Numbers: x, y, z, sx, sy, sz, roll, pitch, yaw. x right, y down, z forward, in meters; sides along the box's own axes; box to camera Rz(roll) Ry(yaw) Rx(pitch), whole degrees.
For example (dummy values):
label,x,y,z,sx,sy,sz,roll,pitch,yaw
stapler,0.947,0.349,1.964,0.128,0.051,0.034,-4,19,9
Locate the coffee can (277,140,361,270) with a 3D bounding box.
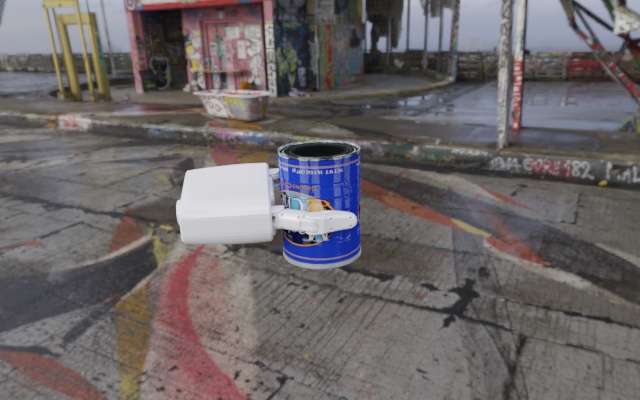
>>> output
label,x,y,z,sx,sy,sz,roll,pitch,yaw
coffee can,0.000,0.002,0.607,0.103,0.140,0.102,-2,19,1
